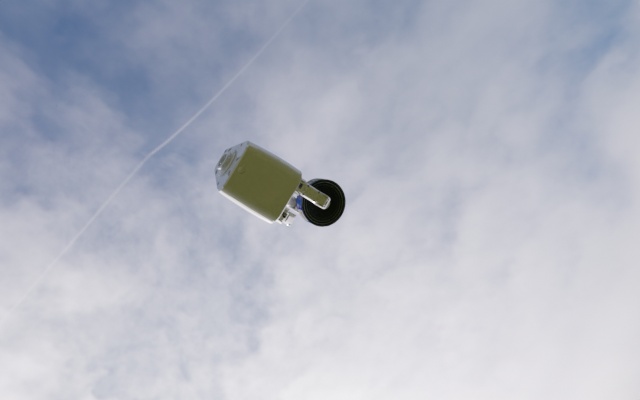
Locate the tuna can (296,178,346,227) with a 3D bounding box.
[{"bbox_3d":[0.000,0.003,0.863,0.086,0.086,0.033,0,7,-24],"label":"tuna can"}]
